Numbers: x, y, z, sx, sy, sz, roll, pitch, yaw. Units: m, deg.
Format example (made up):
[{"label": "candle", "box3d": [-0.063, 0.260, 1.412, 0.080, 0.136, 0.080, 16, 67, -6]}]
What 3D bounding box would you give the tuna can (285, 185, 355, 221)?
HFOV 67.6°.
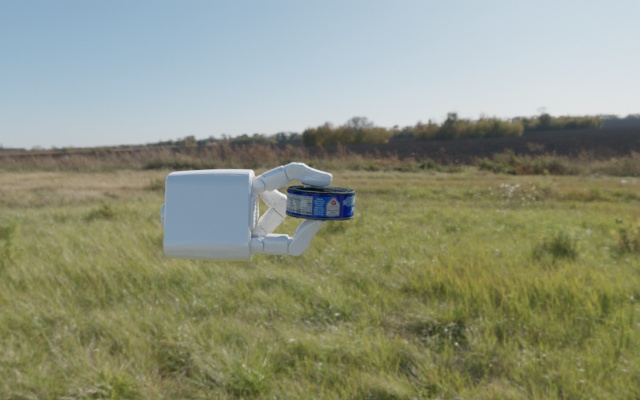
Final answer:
[{"label": "tuna can", "box3d": [0.000, 0.001, 0.591, 0.086, 0.034, 0.086, 3, 7, 0]}]
